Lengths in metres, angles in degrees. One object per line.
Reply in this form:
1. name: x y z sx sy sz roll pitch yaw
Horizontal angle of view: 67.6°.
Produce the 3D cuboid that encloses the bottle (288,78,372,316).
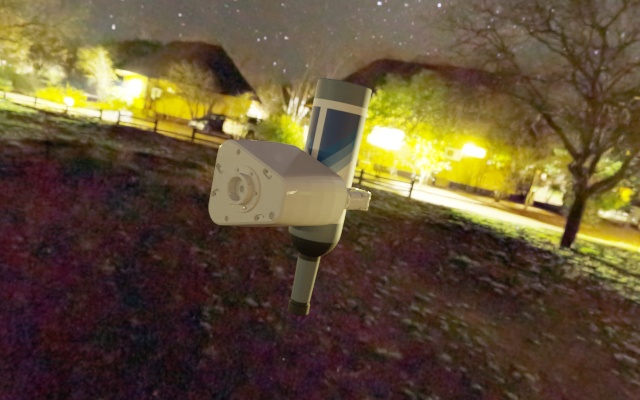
1. bottle: 0.000 0.002 0.599 0.069 0.296 0.069 11 8 -2
